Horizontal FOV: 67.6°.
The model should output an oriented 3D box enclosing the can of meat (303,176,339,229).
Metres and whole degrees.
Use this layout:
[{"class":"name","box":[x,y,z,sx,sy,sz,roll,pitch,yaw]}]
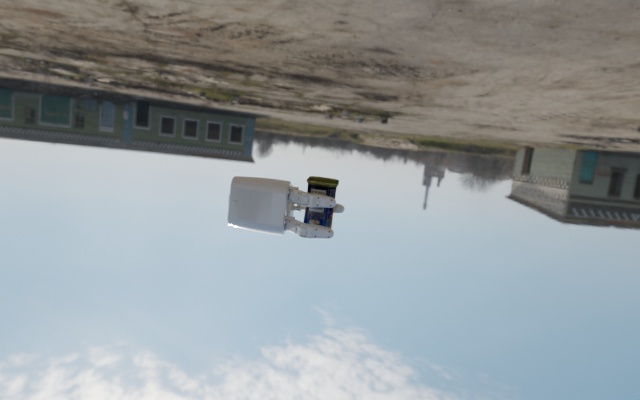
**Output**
[{"class":"can of meat","box":[0.000,0.003,0.877,0.057,0.084,0.102,8,8,2]}]
